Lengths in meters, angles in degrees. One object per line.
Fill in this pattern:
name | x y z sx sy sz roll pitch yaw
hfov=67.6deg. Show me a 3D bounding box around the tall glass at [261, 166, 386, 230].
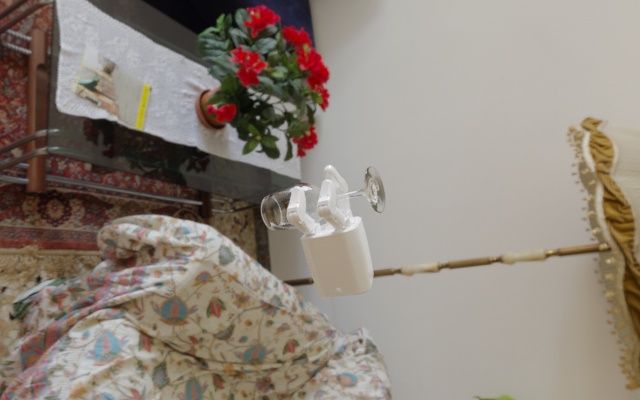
tall glass | 0.001 0.002 0.785 0.201 0.079 0.079 -12 -6 28
